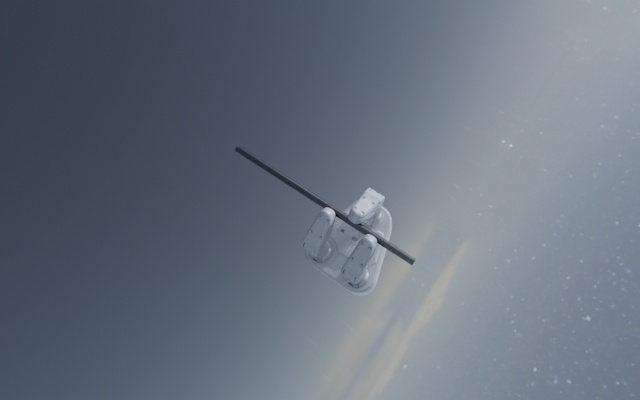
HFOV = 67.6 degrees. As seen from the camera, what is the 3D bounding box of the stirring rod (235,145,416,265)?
[{"bbox_3d":[0.000,0.002,0.530,0.239,0.011,0.011,33,9,15],"label":"stirring rod"}]
